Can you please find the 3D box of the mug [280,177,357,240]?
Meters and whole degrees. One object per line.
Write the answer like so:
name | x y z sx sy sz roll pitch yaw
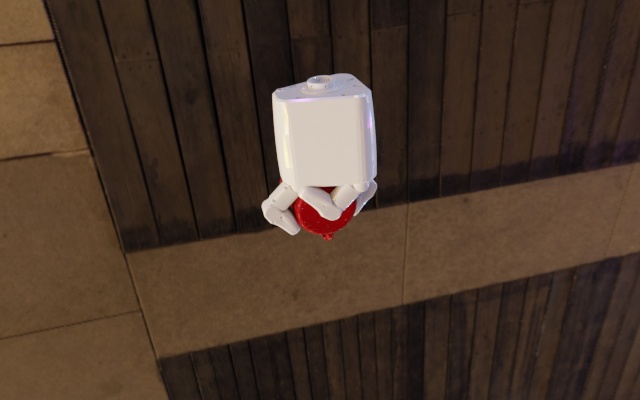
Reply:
mug | 0.000 0.003 0.641 0.093 0.117 0.081 -12 31 -9
